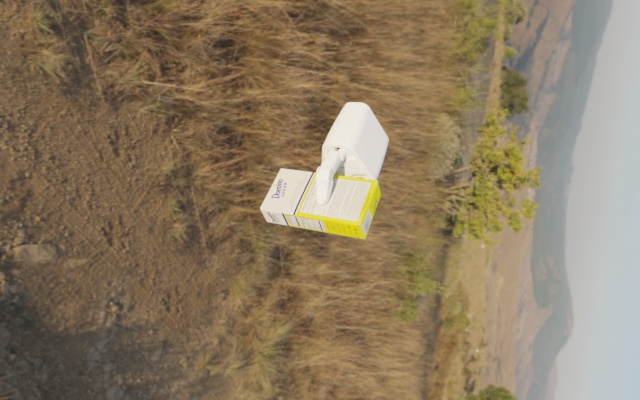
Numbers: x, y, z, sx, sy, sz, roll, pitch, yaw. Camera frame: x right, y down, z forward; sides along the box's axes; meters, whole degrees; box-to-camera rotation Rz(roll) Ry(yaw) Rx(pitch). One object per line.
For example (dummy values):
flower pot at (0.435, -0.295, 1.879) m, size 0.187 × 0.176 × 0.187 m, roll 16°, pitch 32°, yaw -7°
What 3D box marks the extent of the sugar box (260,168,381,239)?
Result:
sugar box at (0.000, 0.003, 0.780) m, size 0.176 × 0.093 × 0.048 m, roll 8°, pitch -35°, yaw 25°
